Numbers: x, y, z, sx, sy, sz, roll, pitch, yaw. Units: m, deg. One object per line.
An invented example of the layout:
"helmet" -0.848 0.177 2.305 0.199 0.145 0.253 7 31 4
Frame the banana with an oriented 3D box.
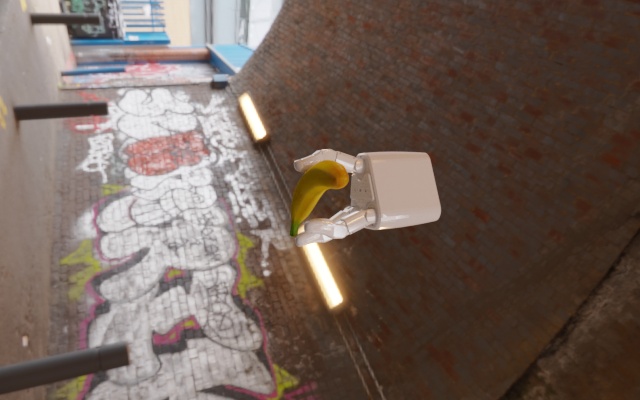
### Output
"banana" -0.004 -0.014 0.644 0.037 0.069 0.198 -2 -23 -21
